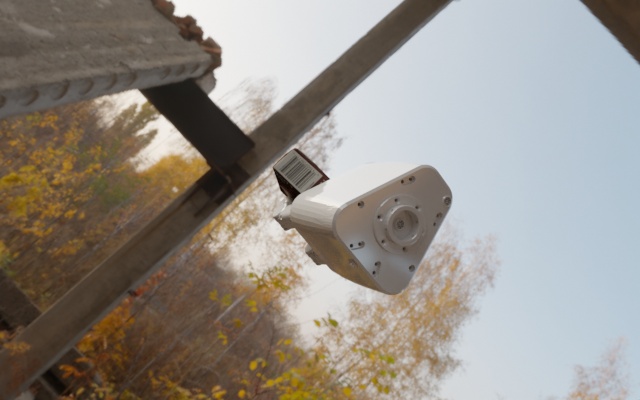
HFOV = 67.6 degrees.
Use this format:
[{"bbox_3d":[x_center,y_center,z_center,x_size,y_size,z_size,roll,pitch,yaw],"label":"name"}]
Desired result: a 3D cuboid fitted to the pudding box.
[{"bbox_3d":[0.000,0.002,0.541,0.039,0.113,0.090,-43,-12,-11],"label":"pudding box"}]
